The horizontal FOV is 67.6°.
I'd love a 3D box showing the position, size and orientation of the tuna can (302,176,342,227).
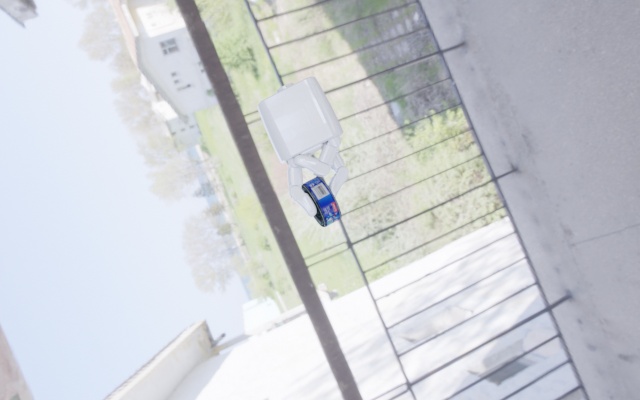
[{"bbox_3d":[0.000,0.003,0.825,0.034,0.086,0.086,-28,7,-13],"label":"tuna can"}]
